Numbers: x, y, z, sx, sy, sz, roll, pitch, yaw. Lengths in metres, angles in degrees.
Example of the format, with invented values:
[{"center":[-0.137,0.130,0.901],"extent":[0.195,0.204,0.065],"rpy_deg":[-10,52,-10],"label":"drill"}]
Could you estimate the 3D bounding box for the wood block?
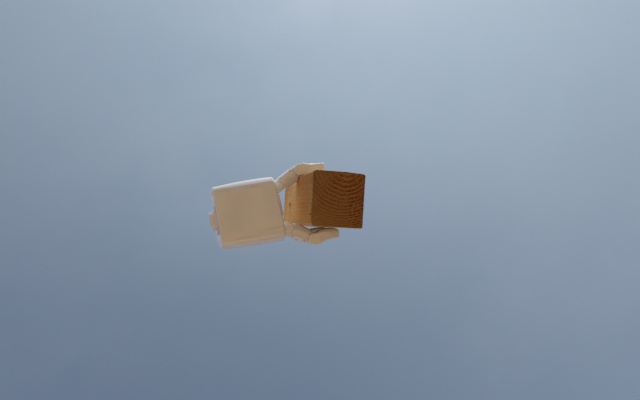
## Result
[{"center":[0.000,0.002,0.854],"extent":[0.090,0.091,0.206],"rpy_deg":[4,-3,-16],"label":"wood block"}]
